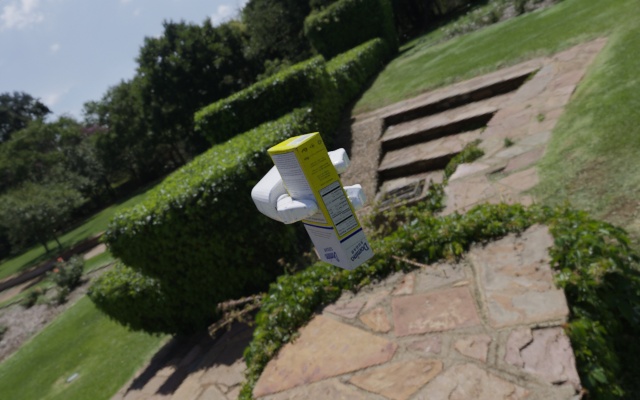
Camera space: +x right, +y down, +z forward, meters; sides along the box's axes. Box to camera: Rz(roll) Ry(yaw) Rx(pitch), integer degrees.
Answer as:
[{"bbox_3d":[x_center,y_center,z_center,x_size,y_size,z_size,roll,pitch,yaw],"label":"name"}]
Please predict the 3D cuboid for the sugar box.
[{"bbox_3d":[0.000,0.002,0.627,0.048,0.176,0.093,-33,16,-21],"label":"sugar box"}]
